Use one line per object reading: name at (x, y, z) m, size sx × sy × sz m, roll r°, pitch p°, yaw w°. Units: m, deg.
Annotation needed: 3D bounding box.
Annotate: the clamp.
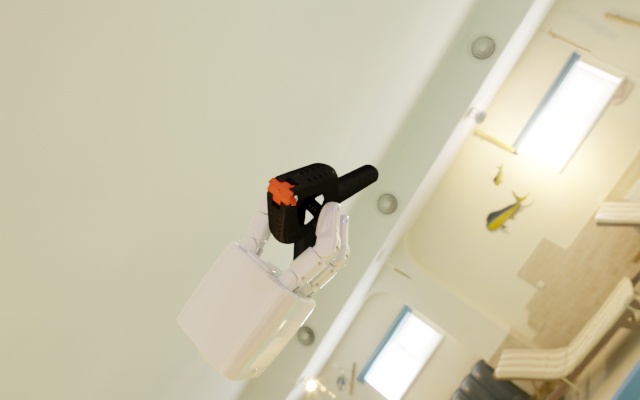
clamp at (-0.001, 0.001, 0.528) m, size 0.036 × 0.164 × 0.210 m, roll 36°, pitch -5°, yaw 20°
